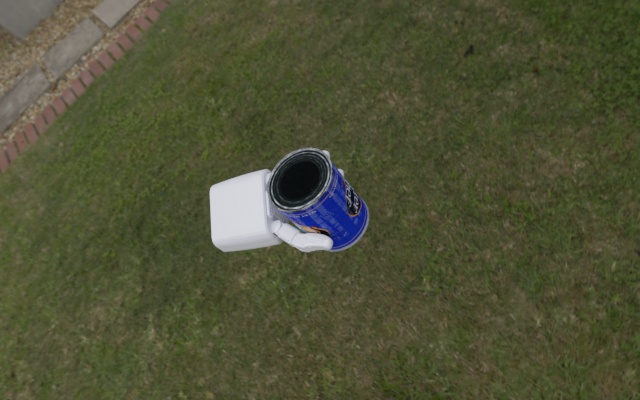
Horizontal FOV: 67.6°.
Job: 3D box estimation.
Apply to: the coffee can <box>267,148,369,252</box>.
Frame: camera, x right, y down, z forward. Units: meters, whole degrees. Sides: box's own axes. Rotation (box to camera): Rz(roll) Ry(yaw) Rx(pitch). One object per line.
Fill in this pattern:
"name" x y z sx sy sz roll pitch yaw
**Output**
"coffee can" 0.000 0.002 0.709 0.103 0.102 0.140 0 -28 29
